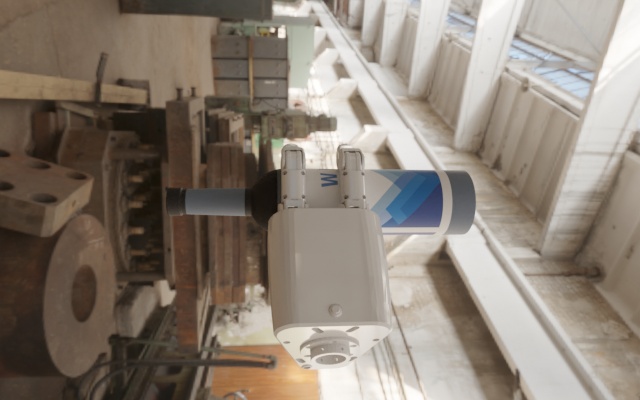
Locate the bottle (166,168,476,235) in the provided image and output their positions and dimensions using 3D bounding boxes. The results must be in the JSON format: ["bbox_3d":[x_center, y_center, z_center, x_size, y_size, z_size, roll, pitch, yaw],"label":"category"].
[{"bbox_3d":[0.000,0.001,0.476,0.296,0.069,0.069,0,0,-6],"label":"bottle"}]
